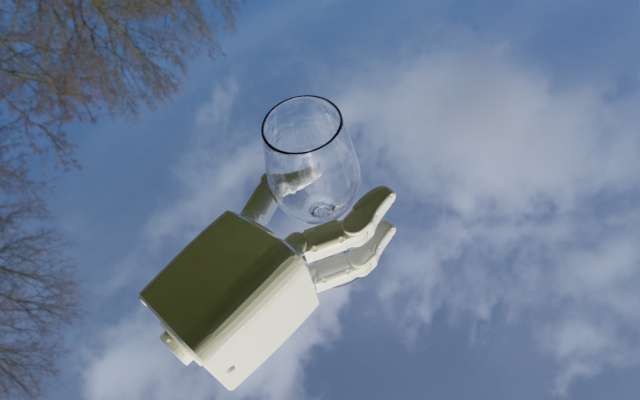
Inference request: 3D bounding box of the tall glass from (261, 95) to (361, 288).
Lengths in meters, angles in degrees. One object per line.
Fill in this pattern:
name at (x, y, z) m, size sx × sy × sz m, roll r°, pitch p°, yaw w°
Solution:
tall glass at (0.000, 0.002, 0.433) m, size 0.079 × 0.079 × 0.201 m, roll 0°, pitch -36°, yaw 10°
